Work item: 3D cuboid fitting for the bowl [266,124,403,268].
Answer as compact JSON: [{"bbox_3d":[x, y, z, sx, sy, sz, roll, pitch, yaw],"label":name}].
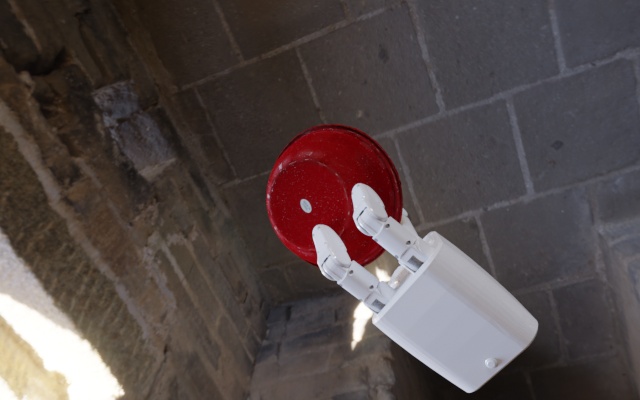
[{"bbox_3d":[-0.001,0.001,0.496,0.162,0.162,0.055,0,7,29],"label":"bowl"}]
